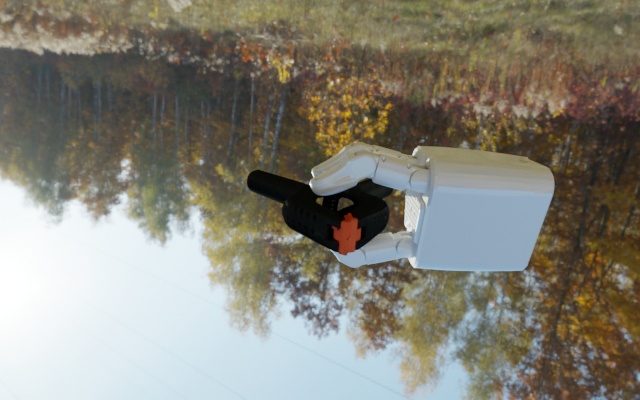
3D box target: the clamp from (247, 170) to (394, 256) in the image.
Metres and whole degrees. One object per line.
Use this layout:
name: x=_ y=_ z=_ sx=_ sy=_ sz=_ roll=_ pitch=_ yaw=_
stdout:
clamp: x=0.000 y=0.002 z=0.455 sx=0.164 sy=0.036 sz=0.210 roll=2 pitch=14 yaw=0
